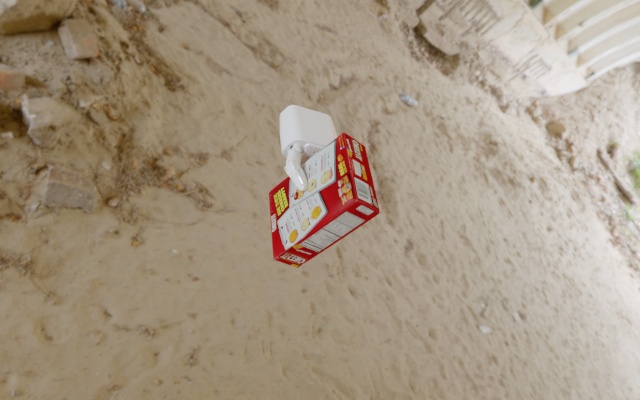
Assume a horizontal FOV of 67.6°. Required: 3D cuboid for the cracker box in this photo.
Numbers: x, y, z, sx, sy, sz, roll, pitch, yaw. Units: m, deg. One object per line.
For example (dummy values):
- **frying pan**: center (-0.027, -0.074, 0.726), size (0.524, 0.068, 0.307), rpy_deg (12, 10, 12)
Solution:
- **cracker box**: center (0.000, 0.003, 0.883), size (0.072, 0.164, 0.214), rpy_deg (27, -50, -36)
